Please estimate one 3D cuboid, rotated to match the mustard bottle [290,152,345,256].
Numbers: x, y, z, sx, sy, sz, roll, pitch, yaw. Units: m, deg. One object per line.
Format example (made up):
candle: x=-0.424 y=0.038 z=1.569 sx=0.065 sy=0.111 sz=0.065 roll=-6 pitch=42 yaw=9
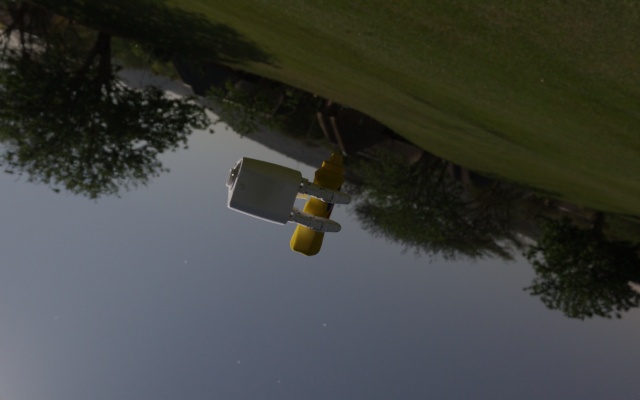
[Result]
mustard bottle: x=0.000 y=0.003 z=0.890 sx=0.058 sy=0.191 sz=0.096 roll=21 pitch=10 yaw=7
